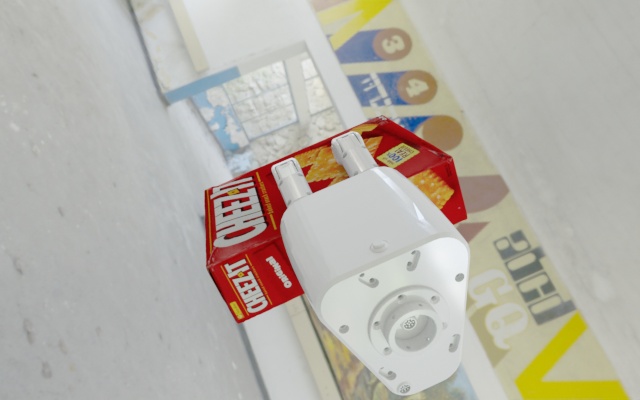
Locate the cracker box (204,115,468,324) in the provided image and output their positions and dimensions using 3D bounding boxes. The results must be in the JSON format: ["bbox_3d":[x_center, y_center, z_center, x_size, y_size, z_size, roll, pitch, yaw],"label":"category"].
[{"bbox_3d":[0.000,0.002,0.453,0.213,0.072,0.164,-23,26,-4],"label":"cracker box"}]
